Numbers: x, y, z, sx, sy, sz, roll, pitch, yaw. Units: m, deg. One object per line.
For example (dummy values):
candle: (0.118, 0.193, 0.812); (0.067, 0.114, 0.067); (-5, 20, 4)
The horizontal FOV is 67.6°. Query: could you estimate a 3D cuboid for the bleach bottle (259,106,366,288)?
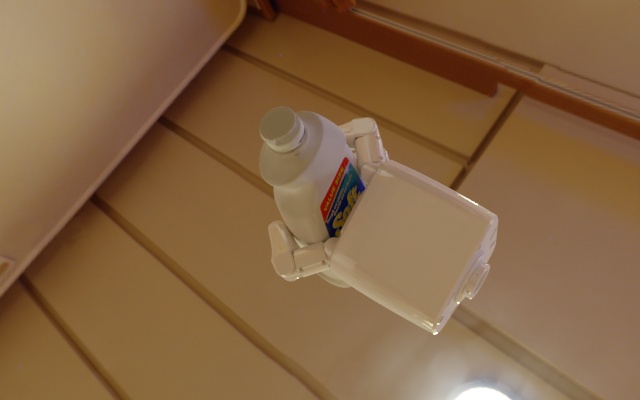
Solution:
bleach bottle: (0.000, 0.001, 0.453); (0.068, 0.102, 0.251); (30, -12, 28)
